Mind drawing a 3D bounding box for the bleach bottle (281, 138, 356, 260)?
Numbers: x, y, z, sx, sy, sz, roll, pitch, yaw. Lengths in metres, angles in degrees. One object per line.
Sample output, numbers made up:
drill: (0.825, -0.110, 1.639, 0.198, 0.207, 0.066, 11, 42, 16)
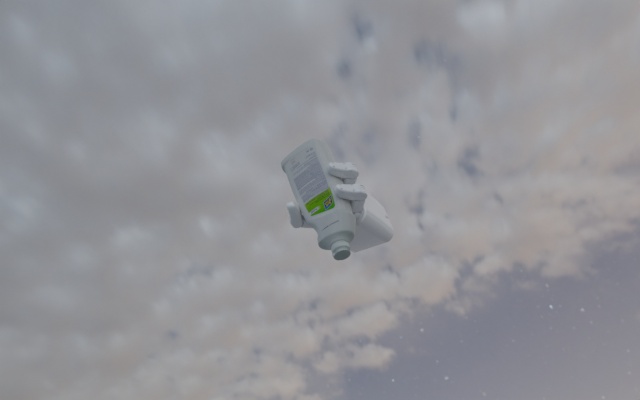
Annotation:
bleach bottle: (0.000, 0.003, 0.856, 0.102, 0.250, 0.068, -37, -44, 21)
